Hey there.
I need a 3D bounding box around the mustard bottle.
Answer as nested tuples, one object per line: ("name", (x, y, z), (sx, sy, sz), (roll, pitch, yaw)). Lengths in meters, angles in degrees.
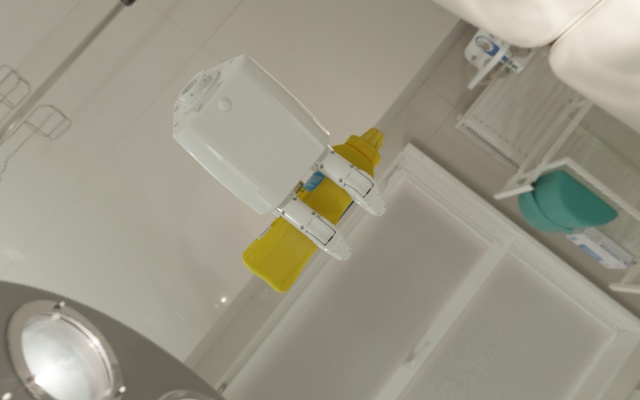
("mustard bottle", (0.000, 0.002, 0.492), (0.058, 0.191, 0.096), (40, -6, -6))
